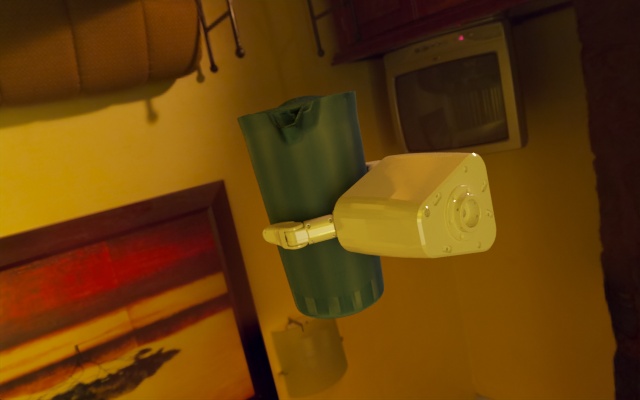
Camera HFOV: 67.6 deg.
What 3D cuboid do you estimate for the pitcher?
[{"bbox_3d":[0.000,0.002,0.557,0.149,0.243,0.145,-20,13,-37],"label":"pitcher"}]
